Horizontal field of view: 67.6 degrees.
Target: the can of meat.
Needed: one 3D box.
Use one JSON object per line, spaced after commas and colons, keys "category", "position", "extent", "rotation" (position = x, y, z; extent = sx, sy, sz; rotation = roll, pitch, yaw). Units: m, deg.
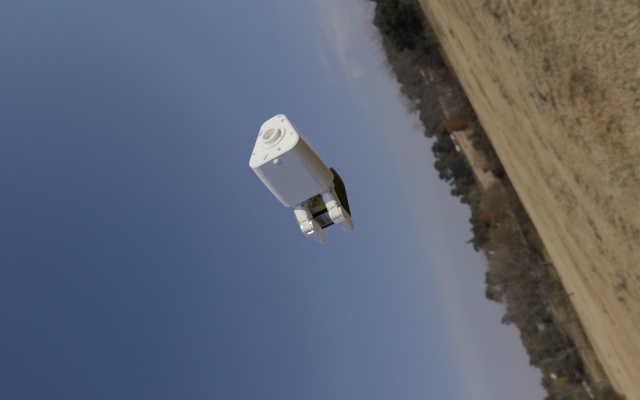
{"category": "can of meat", "position": [0.000, 0.003, 0.853], "extent": [0.084, 0.102, 0.057], "rotation": [-26, -44, 17]}
